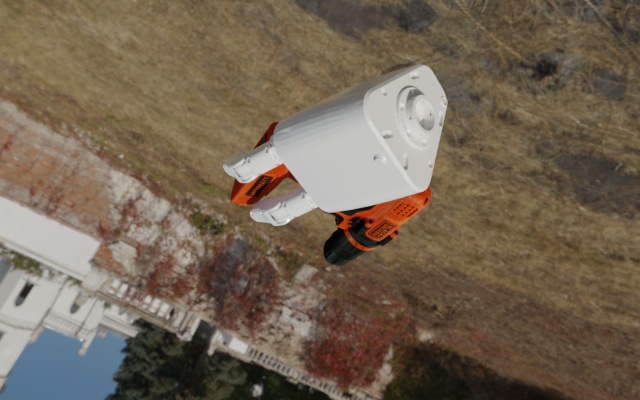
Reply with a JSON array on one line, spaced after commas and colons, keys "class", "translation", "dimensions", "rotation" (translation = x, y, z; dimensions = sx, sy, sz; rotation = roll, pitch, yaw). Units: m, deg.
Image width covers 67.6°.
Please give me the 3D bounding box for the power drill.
[{"class": "power drill", "translation": [0.000, 0.001, 0.537], "dimensions": [0.188, 0.057, 0.184], "rotation": [22, -42, -21]}]
